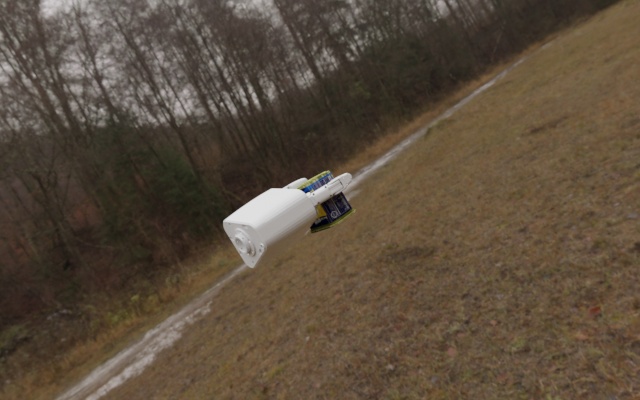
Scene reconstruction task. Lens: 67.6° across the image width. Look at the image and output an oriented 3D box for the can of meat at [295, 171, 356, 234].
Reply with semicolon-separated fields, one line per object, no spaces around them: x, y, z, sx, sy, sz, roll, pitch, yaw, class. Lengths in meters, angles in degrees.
0.000;0.002;0.818;0.057;0.084;0.102;-34;5;-30;can of meat
